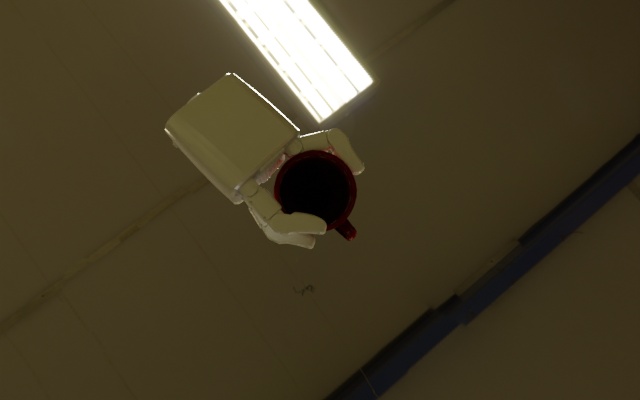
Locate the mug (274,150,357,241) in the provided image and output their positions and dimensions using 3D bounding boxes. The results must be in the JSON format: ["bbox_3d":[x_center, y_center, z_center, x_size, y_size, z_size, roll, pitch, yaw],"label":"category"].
[{"bbox_3d":[0.001,0.003,0.571,0.093,0.117,0.081,-45,-1,-7],"label":"mug"}]
